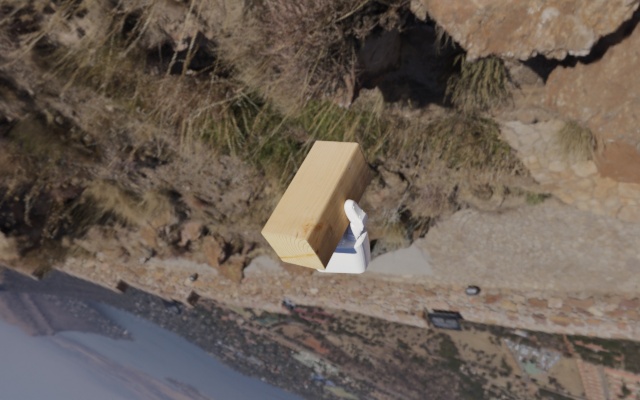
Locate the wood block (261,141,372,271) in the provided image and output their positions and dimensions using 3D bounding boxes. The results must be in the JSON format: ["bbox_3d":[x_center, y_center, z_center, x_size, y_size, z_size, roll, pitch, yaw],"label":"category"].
[{"bbox_3d":[0.000,0.003,0.813,0.091,0.206,0.090,8,-35,32],"label":"wood block"}]
